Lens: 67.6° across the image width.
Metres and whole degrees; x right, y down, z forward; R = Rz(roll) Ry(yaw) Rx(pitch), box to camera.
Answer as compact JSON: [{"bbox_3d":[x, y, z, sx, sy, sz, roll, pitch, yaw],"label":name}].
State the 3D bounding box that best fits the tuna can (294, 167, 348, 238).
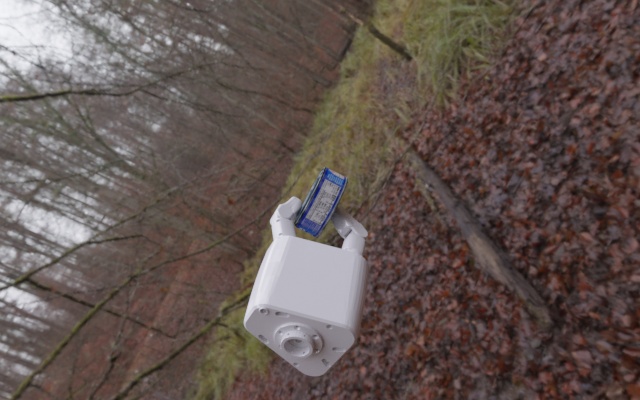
[{"bbox_3d":[0.000,0.002,0.601,0.034,0.086,0.086,28,-3,-5],"label":"tuna can"}]
